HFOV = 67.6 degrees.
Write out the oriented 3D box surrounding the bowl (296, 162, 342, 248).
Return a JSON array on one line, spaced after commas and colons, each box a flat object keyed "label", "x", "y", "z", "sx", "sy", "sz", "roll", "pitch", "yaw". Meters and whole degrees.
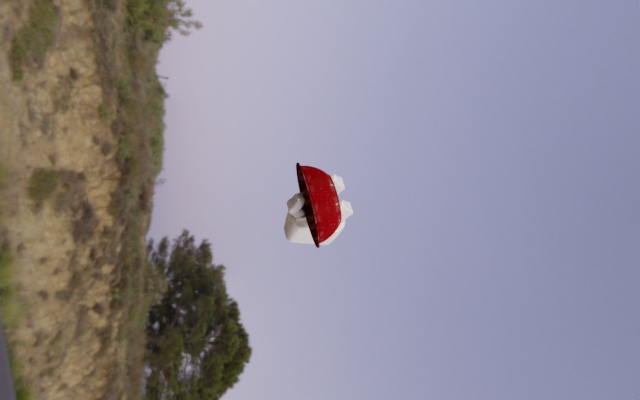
[{"label": "bowl", "x": 0.001, "y": 0.003, "z": 0.877, "sx": 0.055, "sy": 0.162, "sz": 0.162, "roll": -14, "pitch": 2, "yaw": -7}]
